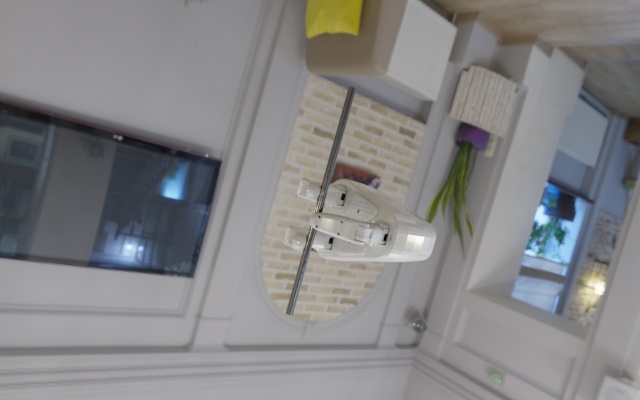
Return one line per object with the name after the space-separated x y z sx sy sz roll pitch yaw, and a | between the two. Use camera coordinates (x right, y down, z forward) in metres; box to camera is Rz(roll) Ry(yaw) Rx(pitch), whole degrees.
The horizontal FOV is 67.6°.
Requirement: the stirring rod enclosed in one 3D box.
0.000 0.002 0.488 0.011 0.239 0.011 16 3 -1 | stirring rod
